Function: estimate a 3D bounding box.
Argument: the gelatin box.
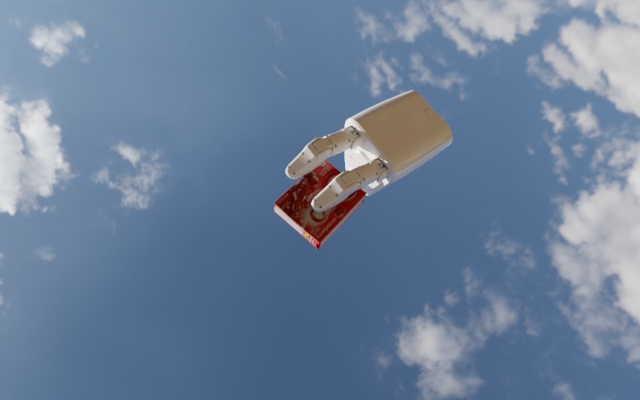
[{"bbox_3d":[0.000,0.002,0.576,0.073,0.089,0.030,41,-21,12],"label":"gelatin box"}]
